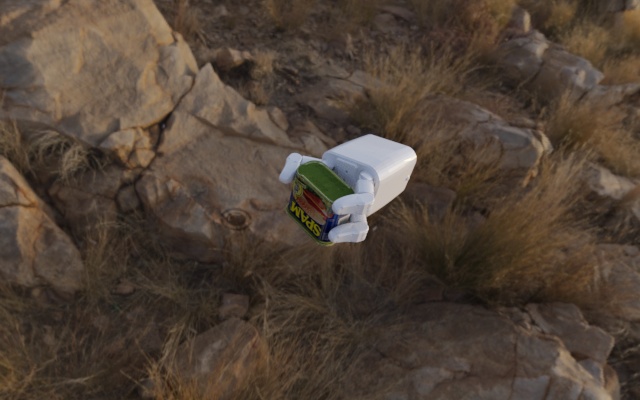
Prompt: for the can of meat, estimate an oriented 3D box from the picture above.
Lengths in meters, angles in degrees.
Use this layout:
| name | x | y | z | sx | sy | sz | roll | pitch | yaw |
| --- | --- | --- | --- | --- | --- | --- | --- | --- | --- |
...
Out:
| name | x | y | z | sx | sy | sz | roll | pitch | yaw |
| --- | --- | --- | --- | --- | --- | --- | --- | --- | --- |
| can of meat | 0.000 | 0.002 | 0.708 | 0.057 | 0.084 | 0.102 | -24 | 54 | -36 |
